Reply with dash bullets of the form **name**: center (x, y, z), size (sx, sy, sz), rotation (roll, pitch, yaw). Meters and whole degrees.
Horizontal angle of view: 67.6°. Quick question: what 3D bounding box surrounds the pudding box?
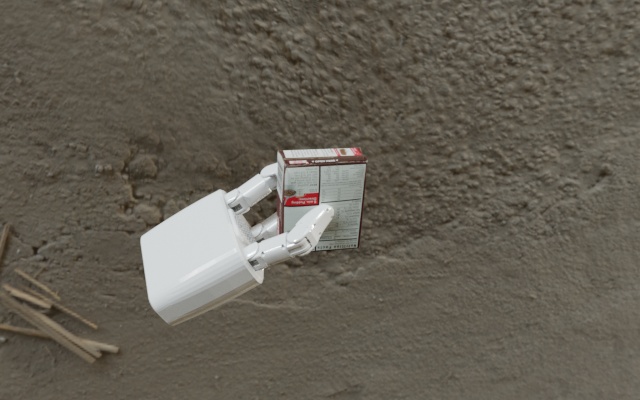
- **pudding box**: center (0.000, 0.002, 0.513), size (0.090, 0.114, 0.039), rotation (-4, 32, -13)
